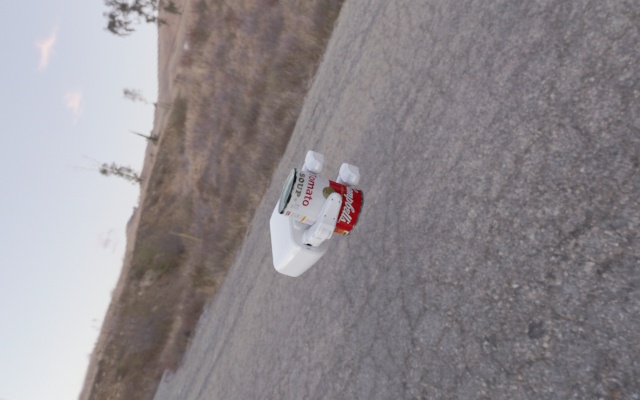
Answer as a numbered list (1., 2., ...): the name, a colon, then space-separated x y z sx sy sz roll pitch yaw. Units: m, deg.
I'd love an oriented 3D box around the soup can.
1. soup can: 0.000 0.002 0.657 0.102 0.068 0.068 19 -4 -13
